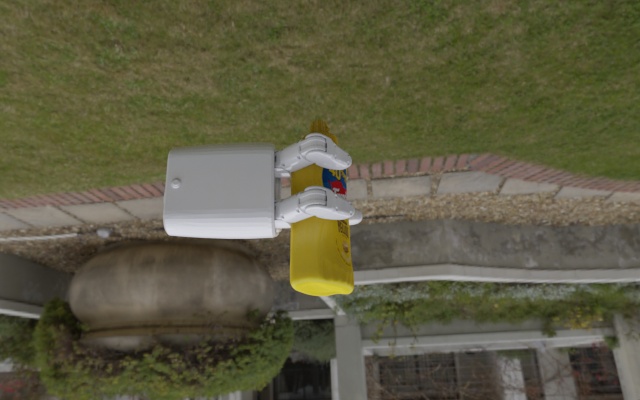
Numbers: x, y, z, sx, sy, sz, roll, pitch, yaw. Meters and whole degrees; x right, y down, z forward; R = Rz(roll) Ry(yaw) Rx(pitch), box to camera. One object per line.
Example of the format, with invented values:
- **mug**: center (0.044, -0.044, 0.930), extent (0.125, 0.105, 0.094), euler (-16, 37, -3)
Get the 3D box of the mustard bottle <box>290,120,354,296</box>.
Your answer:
- **mustard bottle**: center (0.000, 0.002, 0.515), extent (0.058, 0.191, 0.096), euler (-10, -21, 21)
